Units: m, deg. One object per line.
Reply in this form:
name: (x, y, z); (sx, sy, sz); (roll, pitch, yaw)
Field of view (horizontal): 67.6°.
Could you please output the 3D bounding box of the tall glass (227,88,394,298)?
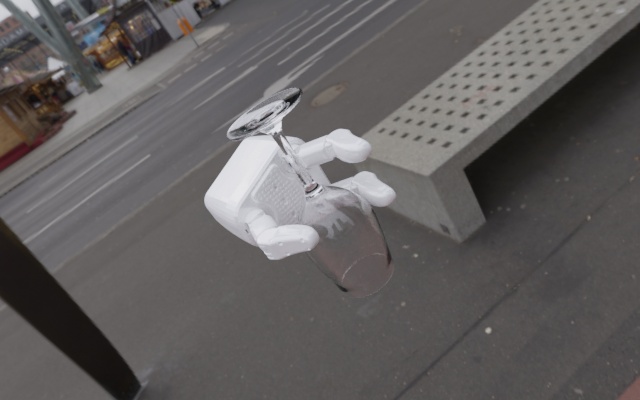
tall glass: (0.000, 0.001, 0.444); (0.079, 0.201, 0.079); (-25, 28, 14)
